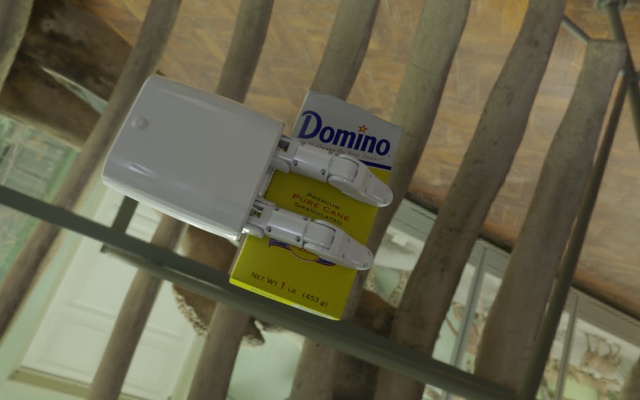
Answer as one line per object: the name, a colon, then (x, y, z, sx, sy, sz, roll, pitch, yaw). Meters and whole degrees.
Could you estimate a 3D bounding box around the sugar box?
sugar box: (0.000, 0.001, 0.402, 0.093, 0.176, 0.048, 22, -16, -6)
